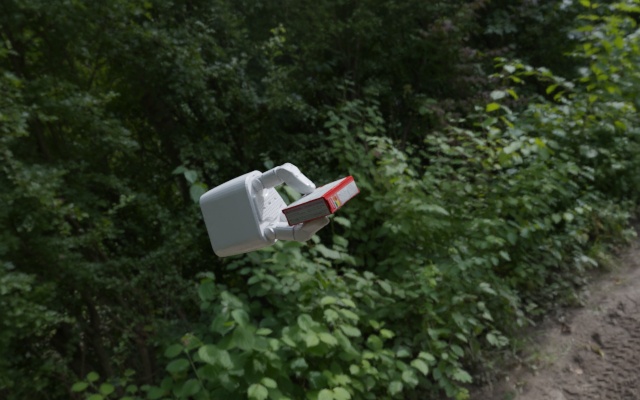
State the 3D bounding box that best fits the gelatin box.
[{"bbox_3d":[0.000,0.002,0.676,0.089,0.030,0.073,-19,11,43],"label":"gelatin box"}]
